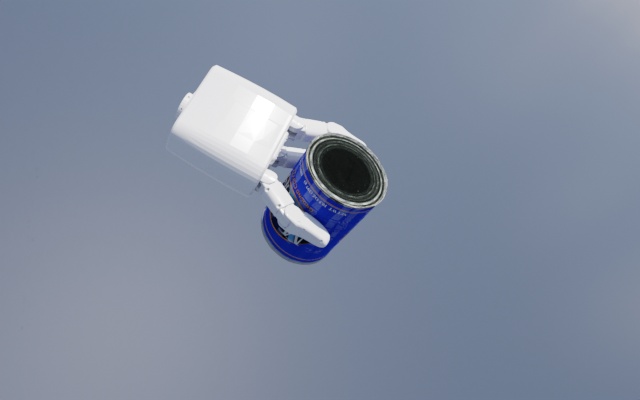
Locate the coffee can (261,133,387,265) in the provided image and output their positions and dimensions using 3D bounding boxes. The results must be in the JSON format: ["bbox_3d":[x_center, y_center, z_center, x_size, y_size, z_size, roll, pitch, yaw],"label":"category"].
[{"bbox_3d":[0.000,0.002,0.577,0.103,0.102,0.140,0,-32,-31],"label":"coffee can"}]
